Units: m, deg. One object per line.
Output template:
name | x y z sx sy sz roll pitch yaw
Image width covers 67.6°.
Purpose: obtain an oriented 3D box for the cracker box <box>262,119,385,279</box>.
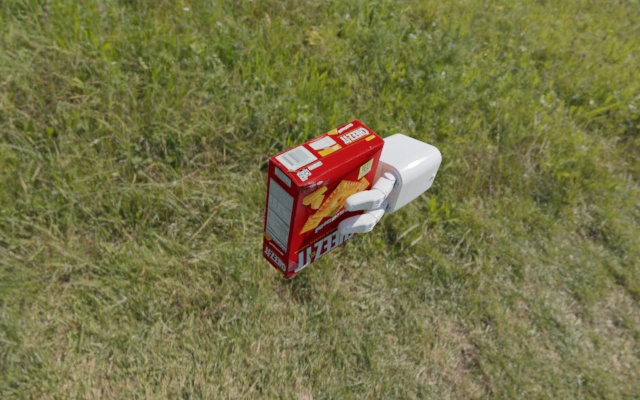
cracker box | 0.000 0.002 0.724 0.164 0.214 0.072 -29 57 -32
